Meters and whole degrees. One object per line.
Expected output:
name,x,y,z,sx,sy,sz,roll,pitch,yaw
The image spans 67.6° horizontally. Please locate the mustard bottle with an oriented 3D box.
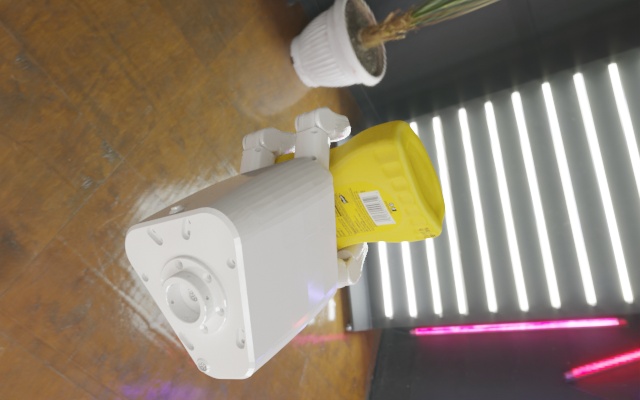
mustard bottle,0.000,0.001,0.407,0.191,0.096,0.058,-13,35,32
